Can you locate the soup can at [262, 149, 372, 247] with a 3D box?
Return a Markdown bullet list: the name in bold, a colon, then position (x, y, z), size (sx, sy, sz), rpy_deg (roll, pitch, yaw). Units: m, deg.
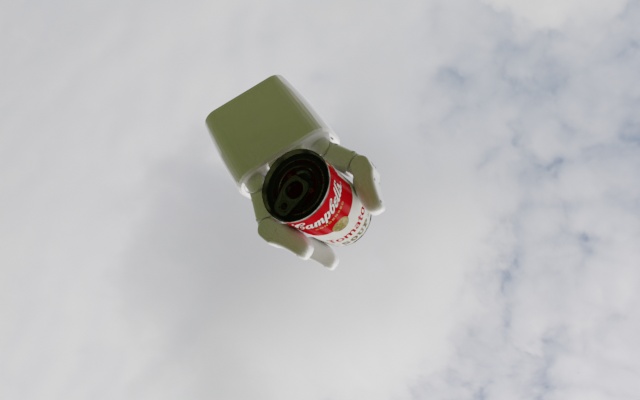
- **soup can**: position (0.001, 0.002, 0.456), size (0.068, 0.068, 0.102), rpy_deg (0, -17, 28)
